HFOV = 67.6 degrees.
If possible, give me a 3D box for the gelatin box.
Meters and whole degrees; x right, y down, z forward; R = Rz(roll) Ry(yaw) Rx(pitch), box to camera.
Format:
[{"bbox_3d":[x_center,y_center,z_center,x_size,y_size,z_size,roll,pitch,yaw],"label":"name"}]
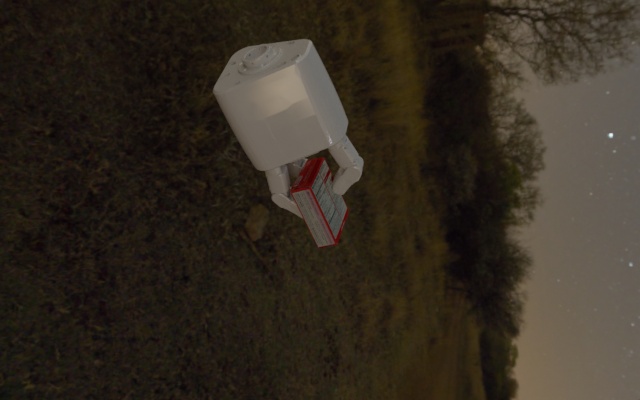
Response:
[{"bbox_3d":[0.001,0.002,0.590,0.030,0.089,0.073,-14,28,24],"label":"gelatin box"}]
